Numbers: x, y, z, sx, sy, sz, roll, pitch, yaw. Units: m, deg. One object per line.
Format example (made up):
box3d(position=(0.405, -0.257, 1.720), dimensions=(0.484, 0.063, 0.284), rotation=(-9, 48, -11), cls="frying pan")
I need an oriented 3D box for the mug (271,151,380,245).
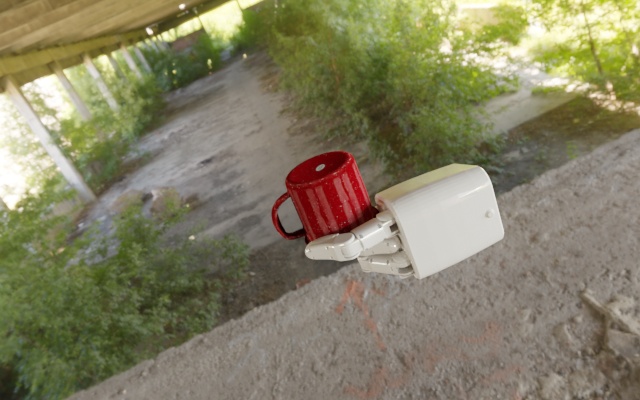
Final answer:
box3d(position=(-0.001, 0.002, 0.538), dimensions=(0.117, 0.081, 0.093), rotation=(-24, 24, -3), cls="mug")
